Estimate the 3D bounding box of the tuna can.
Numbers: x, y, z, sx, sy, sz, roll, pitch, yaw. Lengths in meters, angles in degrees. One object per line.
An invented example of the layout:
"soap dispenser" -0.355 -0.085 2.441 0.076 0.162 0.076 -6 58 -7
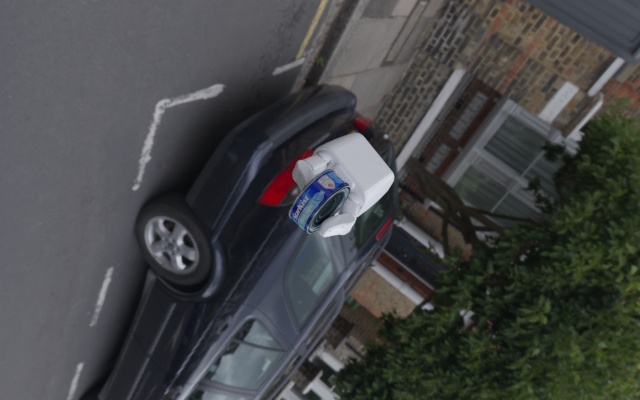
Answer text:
"tuna can" 0.000 0.002 0.626 0.033 0.086 0.086 42 13 16
